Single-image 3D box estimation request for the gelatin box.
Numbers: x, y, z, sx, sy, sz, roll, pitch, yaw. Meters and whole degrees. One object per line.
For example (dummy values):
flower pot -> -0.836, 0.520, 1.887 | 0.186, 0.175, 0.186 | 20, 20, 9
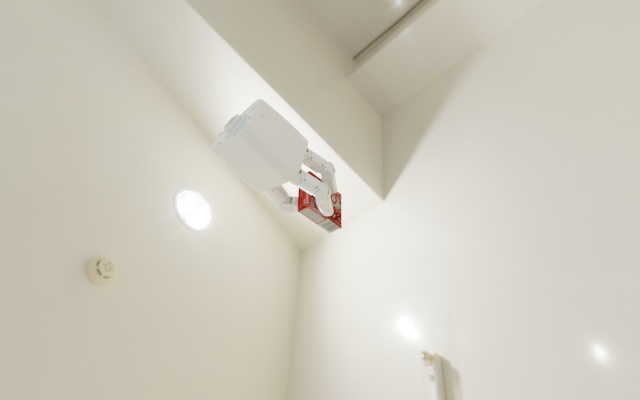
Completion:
gelatin box -> 0.000, 0.003, 0.810 | 0.030, 0.073, 0.089 | -25, -44, 31
